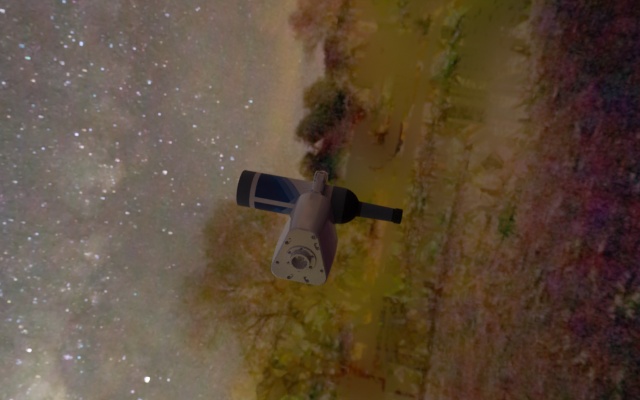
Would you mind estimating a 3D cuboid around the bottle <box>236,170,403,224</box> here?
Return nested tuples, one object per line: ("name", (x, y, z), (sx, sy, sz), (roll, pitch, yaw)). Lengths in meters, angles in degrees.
("bottle", (0.000, 0.003, 0.862), (0.296, 0.069, 0.069), (10, 1, 4))
